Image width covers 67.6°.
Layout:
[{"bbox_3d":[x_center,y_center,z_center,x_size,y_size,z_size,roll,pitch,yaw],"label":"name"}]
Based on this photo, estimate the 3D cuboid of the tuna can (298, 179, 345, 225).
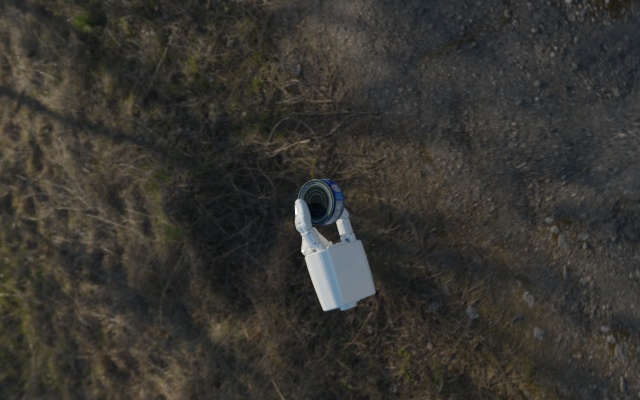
[{"bbox_3d":[0.000,0.003,0.876,0.086,0.086,0.034,0,1,37],"label":"tuna can"}]
